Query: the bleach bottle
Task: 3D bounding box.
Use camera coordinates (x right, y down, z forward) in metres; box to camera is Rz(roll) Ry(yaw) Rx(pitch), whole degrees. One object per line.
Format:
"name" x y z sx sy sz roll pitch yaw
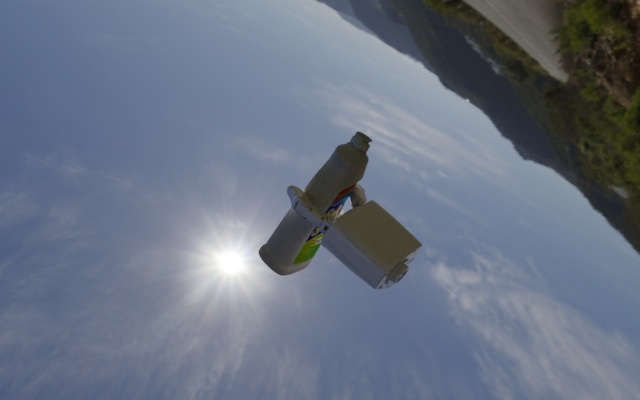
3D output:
"bleach bottle" 0.000 0.002 0.759 0.068 0.251 0.102 41 24 21
